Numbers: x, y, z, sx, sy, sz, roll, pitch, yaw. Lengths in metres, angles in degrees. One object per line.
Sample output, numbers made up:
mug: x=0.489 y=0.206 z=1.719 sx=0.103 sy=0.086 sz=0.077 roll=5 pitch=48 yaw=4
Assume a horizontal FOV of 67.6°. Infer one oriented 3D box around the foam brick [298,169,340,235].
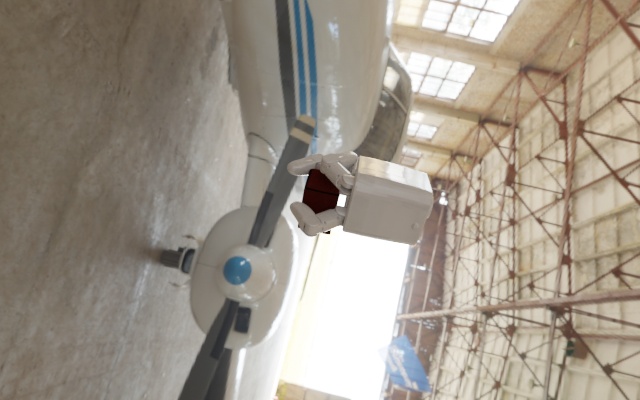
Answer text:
foam brick: x=0.000 y=0.002 z=0.696 sx=0.051 sy=0.078 sz=0.053 roll=13 pitch=39 yaw=1
